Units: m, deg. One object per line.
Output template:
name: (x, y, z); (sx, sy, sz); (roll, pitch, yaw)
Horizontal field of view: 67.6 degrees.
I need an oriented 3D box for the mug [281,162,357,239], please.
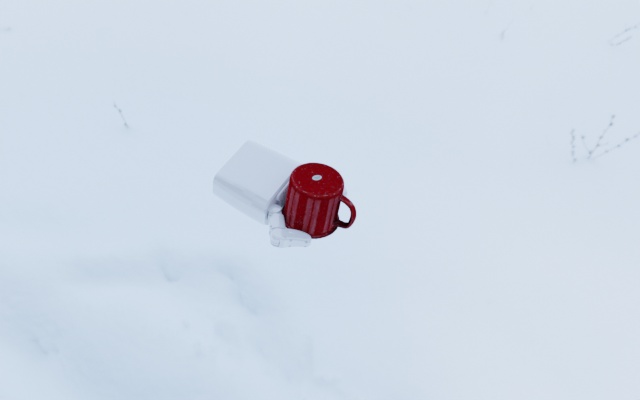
mug: (0.001, 0.003, 0.716); (0.117, 0.082, 0.093); (27, 44, 17)
